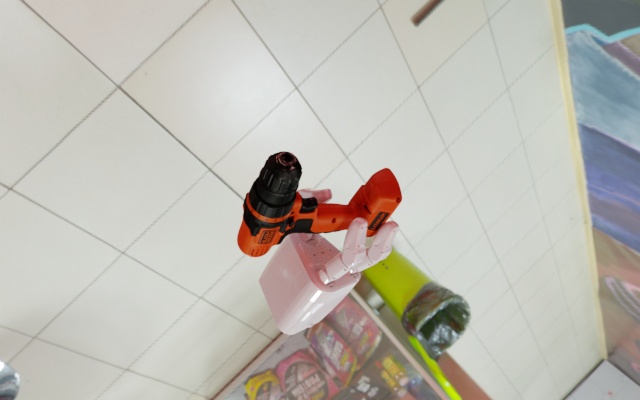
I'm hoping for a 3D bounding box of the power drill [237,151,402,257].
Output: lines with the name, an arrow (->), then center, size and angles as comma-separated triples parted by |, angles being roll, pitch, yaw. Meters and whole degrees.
power drill -> 0.000, 0.002, 0.576 | 0.187, 0.057, 0.184 | -4, -30, -24
